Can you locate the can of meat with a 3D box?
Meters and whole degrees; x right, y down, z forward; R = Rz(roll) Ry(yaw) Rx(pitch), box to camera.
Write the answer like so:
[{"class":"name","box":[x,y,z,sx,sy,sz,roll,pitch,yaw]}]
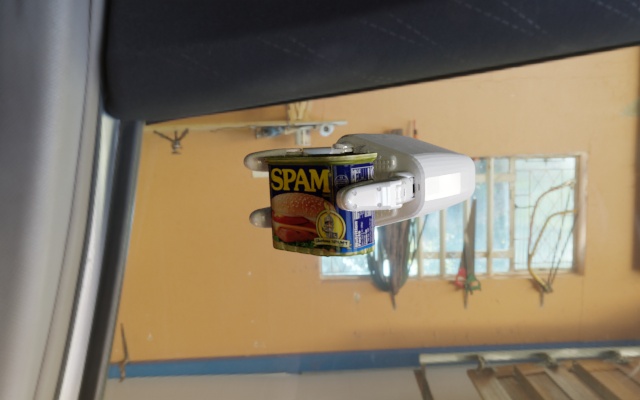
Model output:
[{"class":"can of meat","box":[0.000,0.002,0.421,0.102,0.084,0.057,4,10,41]}]
